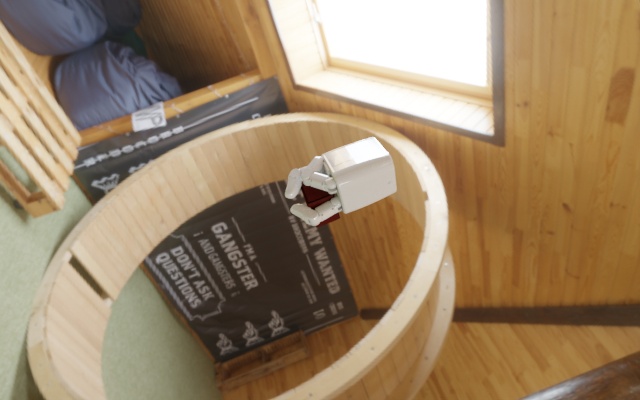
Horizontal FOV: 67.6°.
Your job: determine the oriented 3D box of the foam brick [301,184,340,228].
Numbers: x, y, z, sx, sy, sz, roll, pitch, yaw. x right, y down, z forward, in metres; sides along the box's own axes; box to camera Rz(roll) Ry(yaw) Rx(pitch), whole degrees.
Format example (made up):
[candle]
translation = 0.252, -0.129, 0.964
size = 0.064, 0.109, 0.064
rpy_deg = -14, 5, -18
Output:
[foam brick]
translation = 0.000, 0.003, 0.898
size = 0.051, 0.053, 0.078
rpy_deg = -22, -39, -4
